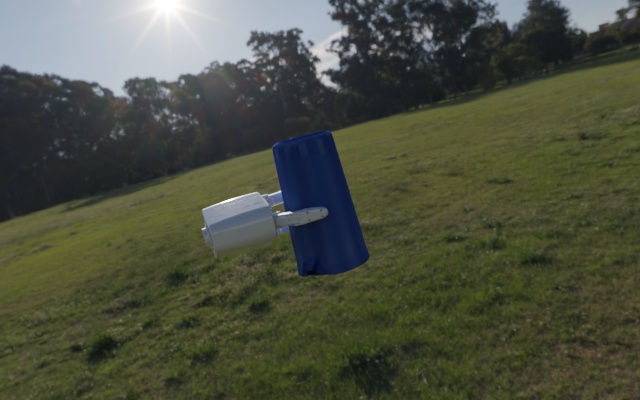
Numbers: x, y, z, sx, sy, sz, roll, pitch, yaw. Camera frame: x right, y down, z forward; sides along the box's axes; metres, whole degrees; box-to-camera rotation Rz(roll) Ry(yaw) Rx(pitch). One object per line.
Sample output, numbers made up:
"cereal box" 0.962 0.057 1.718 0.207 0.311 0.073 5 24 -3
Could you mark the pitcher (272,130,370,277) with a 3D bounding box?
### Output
"pitcher" 0.000 0.003 0.853 0.145 0.243 0.149 -16 9 -14
